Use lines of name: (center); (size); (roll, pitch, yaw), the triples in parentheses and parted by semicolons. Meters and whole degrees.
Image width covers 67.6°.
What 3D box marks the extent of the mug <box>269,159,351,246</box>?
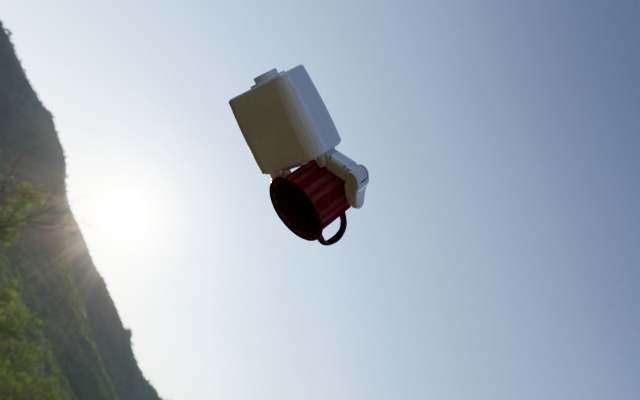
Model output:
mug: (0.001, 0.003, 0.616); (0.081, 0.117, 0.093); (-37, 19, -32)
